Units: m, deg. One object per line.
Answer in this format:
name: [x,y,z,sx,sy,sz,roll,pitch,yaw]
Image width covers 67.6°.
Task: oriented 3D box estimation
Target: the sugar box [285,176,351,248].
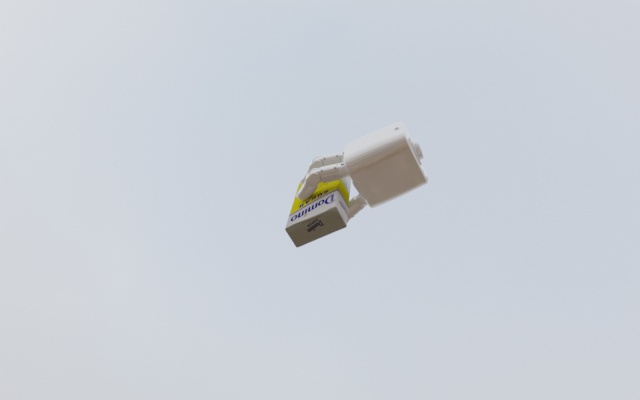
sugar box: [0.000,0.002,0.808,0.093,0.048,0.176,-24,20,16]
